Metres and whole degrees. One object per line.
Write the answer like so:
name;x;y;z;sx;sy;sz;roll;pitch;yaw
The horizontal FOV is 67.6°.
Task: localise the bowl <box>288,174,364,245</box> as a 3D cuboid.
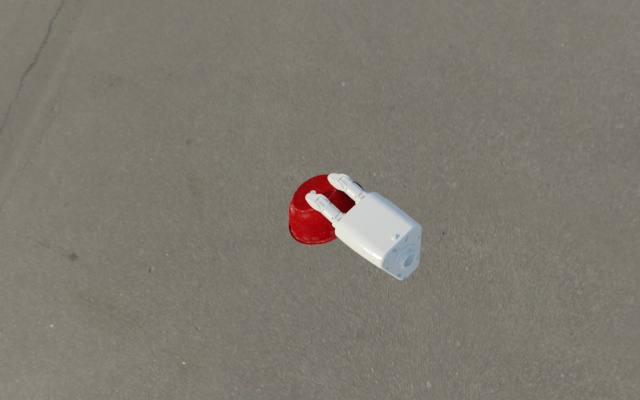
bowl;-0.001;0.002;0.883;0.162;0.162;0.055;0;-42;36
